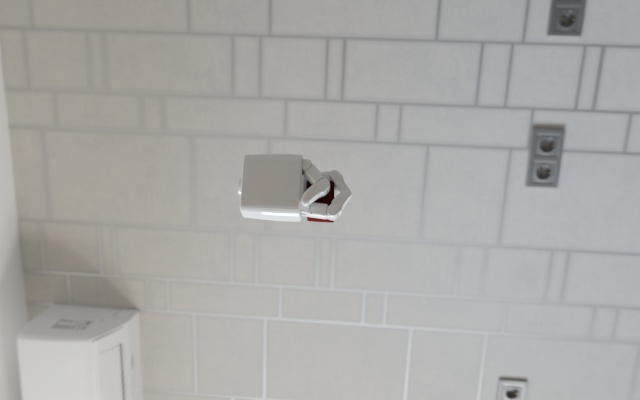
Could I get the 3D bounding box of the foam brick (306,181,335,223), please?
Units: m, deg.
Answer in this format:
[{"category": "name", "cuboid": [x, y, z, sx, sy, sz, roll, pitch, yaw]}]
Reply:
[{"category": "foam brick", "cuboid": [0.000, 0.003, 0.893, 0.051, 0.053, 0.078, 1, -24, 3]}]
